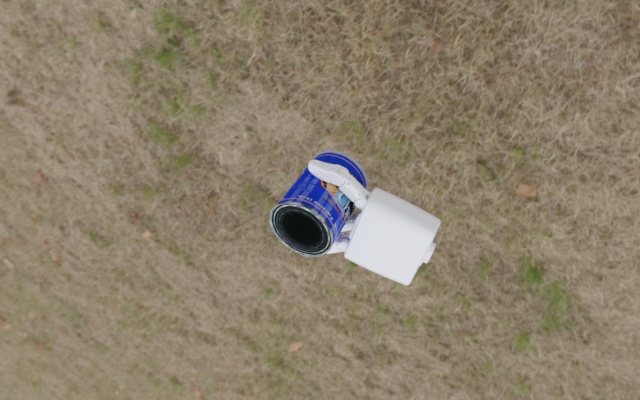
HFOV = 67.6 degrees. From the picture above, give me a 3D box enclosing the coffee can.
[{"bbox_3d":[0.000,0.002,0.734,0.103,0.103,0.140,0,36,32],"label":"coffee can"}]
